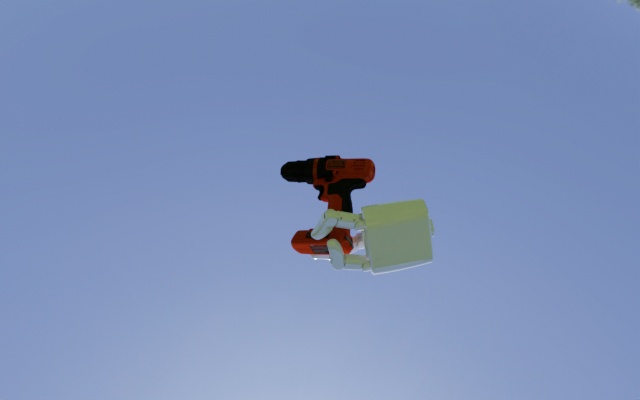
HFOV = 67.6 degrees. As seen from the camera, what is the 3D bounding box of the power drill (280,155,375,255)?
[{"bbox_3d":[0.000,0.003,0.864,0.184,0.187,0.057,-1,-28,20],"label":"power drill"}]
